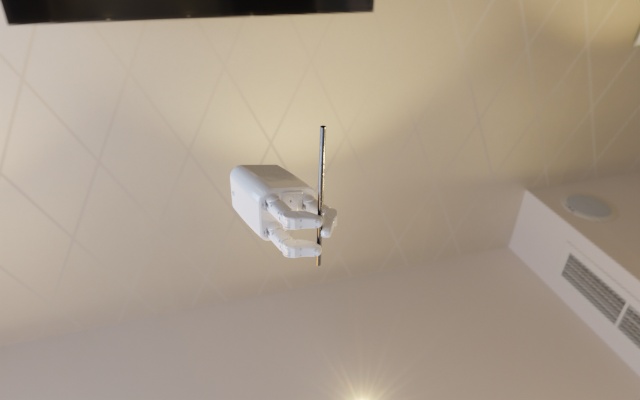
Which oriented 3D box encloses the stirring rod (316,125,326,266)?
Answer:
[{"bbox_3d":[0.000,0.002,0.700,0.011,0.240,0.011,1,34,-1],"label":"stirring rod"}]
